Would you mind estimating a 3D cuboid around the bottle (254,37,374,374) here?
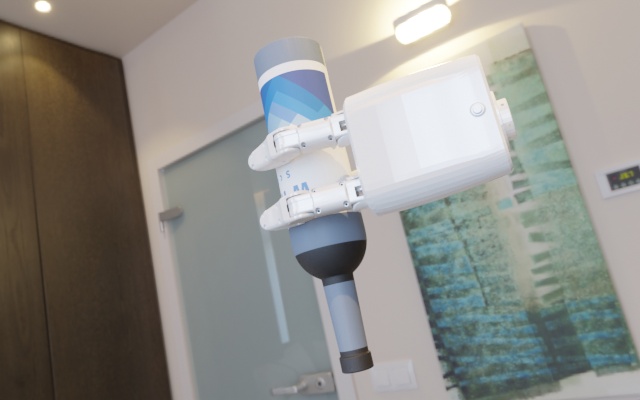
[{"bbox_3d":[0.000,0.001,0.430,0.069,0.295,0.069,-12,-12,-3],"label":"bottle"}]
